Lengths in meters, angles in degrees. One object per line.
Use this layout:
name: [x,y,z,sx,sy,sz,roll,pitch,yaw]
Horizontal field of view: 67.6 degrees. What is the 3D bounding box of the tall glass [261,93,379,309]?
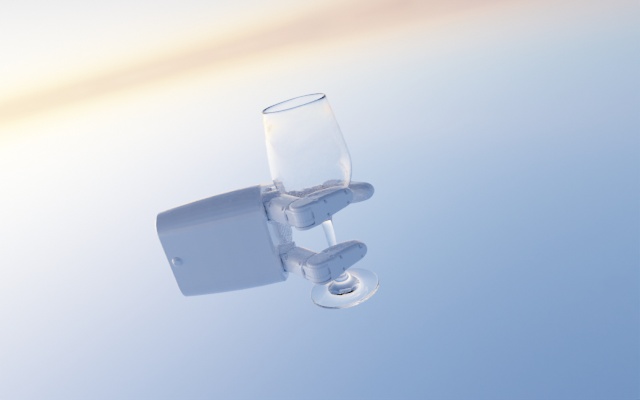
tall glass: [0.000,0.002,0.468,0.079,0.201,0.079,-13,20,5]
